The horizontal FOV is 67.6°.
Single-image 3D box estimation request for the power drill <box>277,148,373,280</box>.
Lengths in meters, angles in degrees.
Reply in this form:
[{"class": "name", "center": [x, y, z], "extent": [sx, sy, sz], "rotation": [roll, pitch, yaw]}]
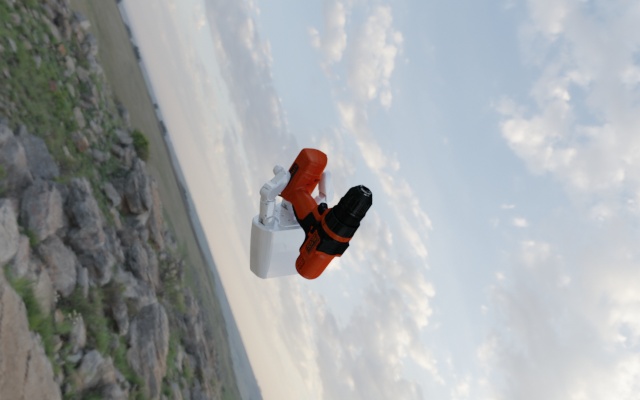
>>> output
[{"class": "power drill", "center": [0.000, 0.002, 0.750], "extent": [0.057, 0.184, 0.187], "rotation": [15, 36, -31]}]
